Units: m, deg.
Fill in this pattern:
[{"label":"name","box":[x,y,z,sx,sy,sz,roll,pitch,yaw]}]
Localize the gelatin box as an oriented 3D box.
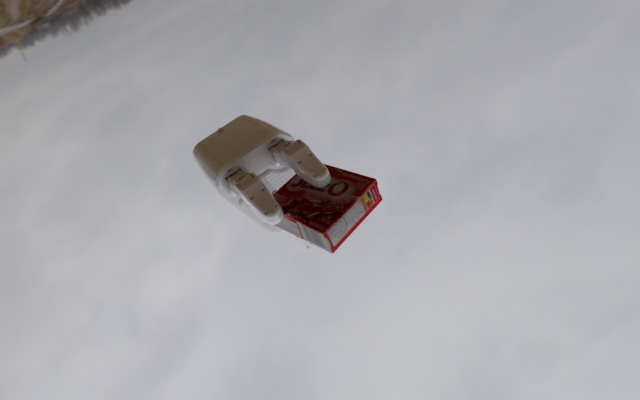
[{"label":"gelatin box","box":[0.000,0.002,0.442,0.089,0.030,0.073,22,57,43]}]
